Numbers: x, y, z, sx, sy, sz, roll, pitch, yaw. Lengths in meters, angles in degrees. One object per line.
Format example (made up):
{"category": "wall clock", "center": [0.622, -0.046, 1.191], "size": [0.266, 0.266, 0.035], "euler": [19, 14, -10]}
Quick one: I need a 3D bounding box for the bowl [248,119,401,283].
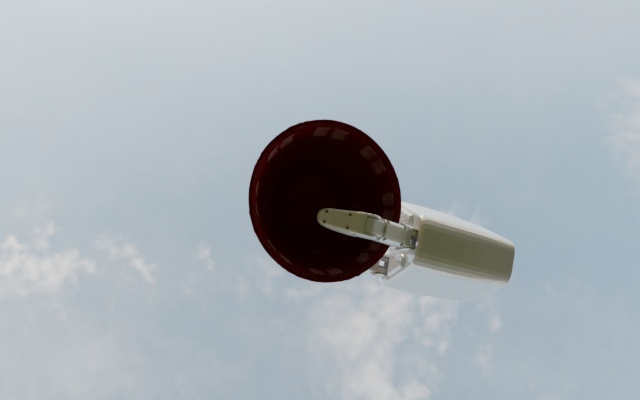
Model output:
{"category": "bowl", "center": [-0.001, 0.001, 0.493], "size": [0.162, 0.162, 0.055], "euler": [0, -4, -20]}
